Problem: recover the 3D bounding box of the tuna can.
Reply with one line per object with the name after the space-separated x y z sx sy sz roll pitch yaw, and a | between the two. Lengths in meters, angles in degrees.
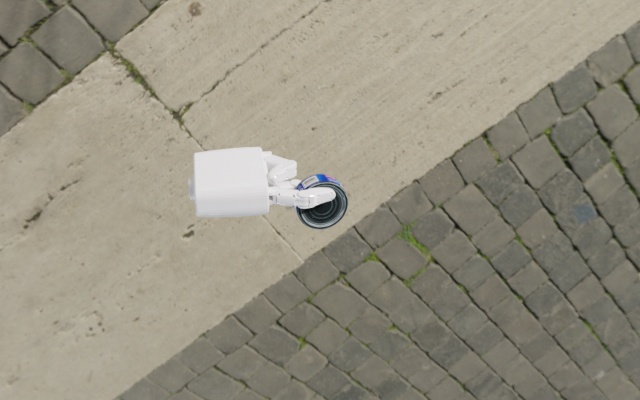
0.000 0.003 0.757 0.086 0.086 0.033 0 25 -17 | tuna can
